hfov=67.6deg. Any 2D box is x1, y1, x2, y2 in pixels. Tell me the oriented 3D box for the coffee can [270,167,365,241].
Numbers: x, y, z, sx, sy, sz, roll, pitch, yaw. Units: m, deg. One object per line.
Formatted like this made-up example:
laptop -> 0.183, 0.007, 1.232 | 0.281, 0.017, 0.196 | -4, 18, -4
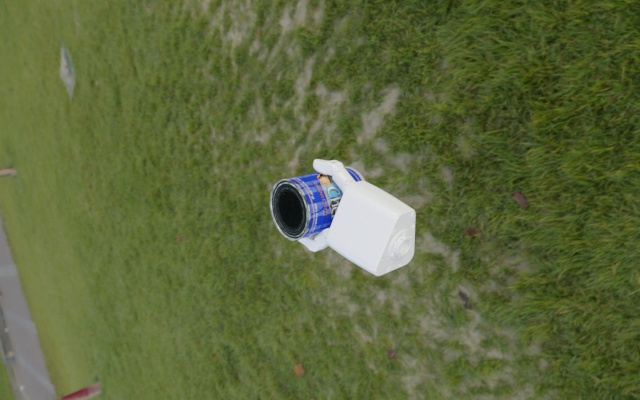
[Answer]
coffee can -> 0.000, 0.003, 0.816 | 0.140, 0.103, 0.103 | -14, 9, -40
